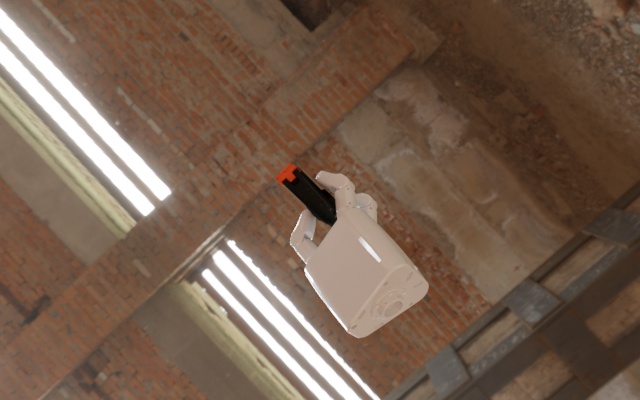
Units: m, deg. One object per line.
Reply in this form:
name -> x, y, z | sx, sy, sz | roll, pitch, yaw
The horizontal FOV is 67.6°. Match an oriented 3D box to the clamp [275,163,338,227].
clamp -> -0.001, 0.003, 0.665 | 0.210, 0.036, 0.164 | 42, 5, -46
